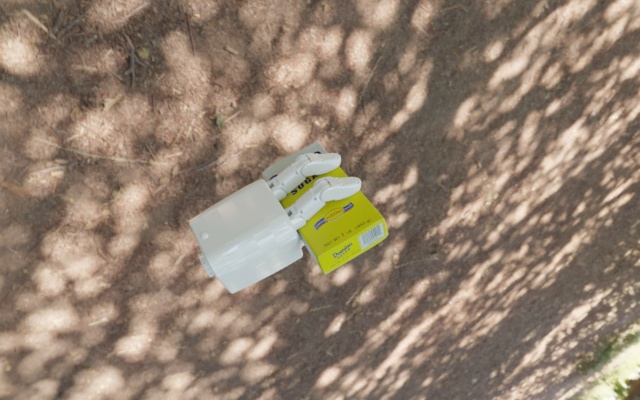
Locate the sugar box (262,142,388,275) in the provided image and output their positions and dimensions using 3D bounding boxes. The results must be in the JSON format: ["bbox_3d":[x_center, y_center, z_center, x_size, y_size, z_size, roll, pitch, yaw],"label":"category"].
[{"bbox_3d":[0.000,0.002,0.611,0.093,0.048,0.176,-29,50,-10],"label":"sugar box"}]
